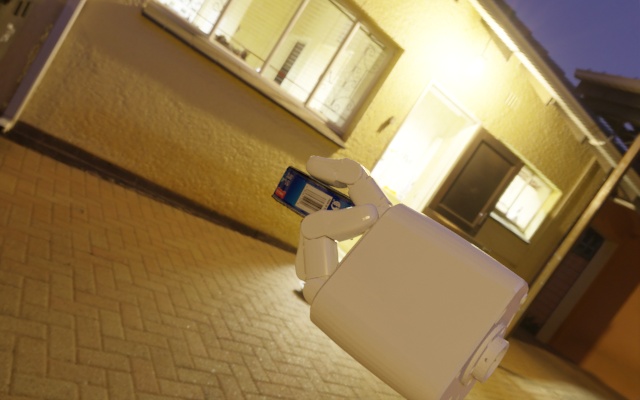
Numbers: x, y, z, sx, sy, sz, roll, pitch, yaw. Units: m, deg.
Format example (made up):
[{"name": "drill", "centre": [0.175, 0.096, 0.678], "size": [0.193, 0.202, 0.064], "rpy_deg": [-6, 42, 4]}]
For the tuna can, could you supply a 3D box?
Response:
[{"name": "tuna can", "centre": [0.000, 0.001, 0.440], "size": [0.086, 0.034, 0.086], "rpy_deg": [28, 3, -2]}]
